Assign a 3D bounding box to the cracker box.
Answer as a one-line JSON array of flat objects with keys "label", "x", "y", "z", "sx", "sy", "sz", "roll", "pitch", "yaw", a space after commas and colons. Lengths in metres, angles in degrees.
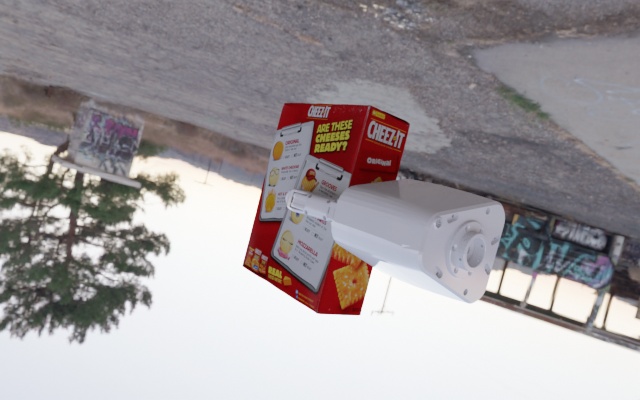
[{"label": "cracker box", "x": 0.000, "y": 0.002, "z": 0.549, "sx": 0.072, "sy": 0.213, "sz": 0.164, "roll": 14, "pitch": 2, "yaw": -38}]
